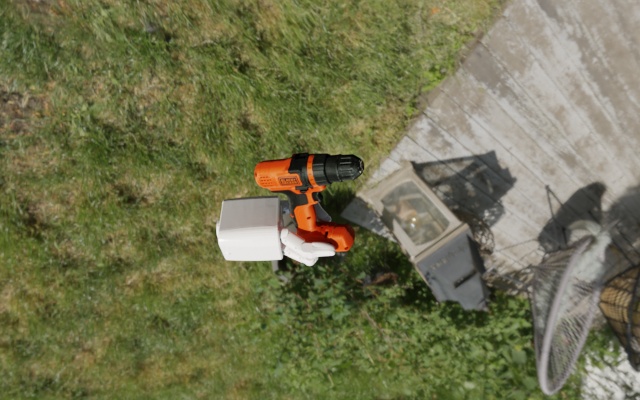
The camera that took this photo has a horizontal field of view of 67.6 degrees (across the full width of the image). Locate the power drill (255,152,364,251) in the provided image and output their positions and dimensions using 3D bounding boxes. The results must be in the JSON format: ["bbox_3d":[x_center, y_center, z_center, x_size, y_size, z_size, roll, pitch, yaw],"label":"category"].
[{"bbox_3d":[0.000,0.003,0.801,0.184,0.188,0.057,-2,39,24],"label":"power drill"}]
